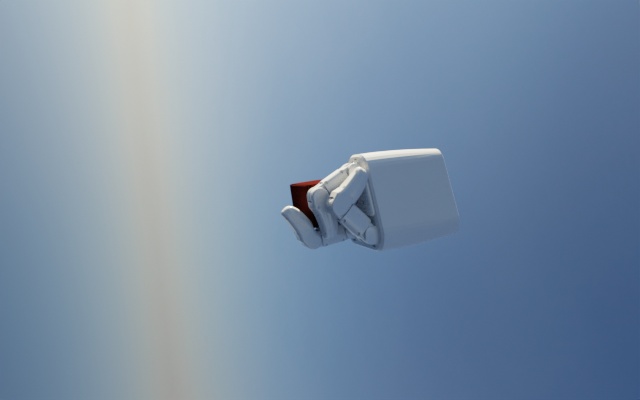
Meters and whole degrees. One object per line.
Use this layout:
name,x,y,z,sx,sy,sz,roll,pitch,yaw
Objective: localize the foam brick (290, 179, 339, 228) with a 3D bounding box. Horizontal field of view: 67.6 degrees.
foam brick,0.000,0.002,0.593,0.051,0.053,0.078,-10,6,-19
